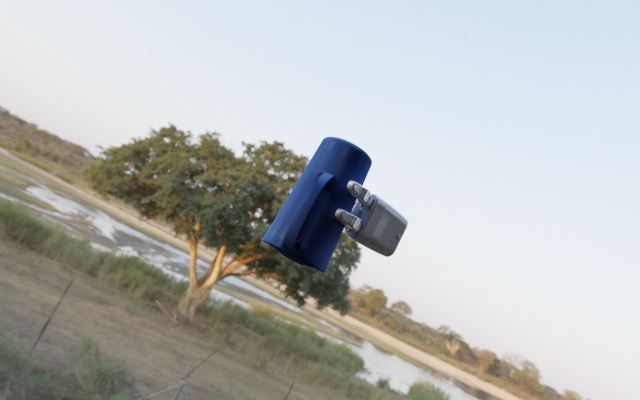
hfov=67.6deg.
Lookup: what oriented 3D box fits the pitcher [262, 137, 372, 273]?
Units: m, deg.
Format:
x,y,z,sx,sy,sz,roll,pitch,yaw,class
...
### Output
x,y,z,sx,sy,sz,roll,pitch,yaw,class
0.000,0.003,0.900,0.145,0.243,0.149,32,-10,-32,pitcher
